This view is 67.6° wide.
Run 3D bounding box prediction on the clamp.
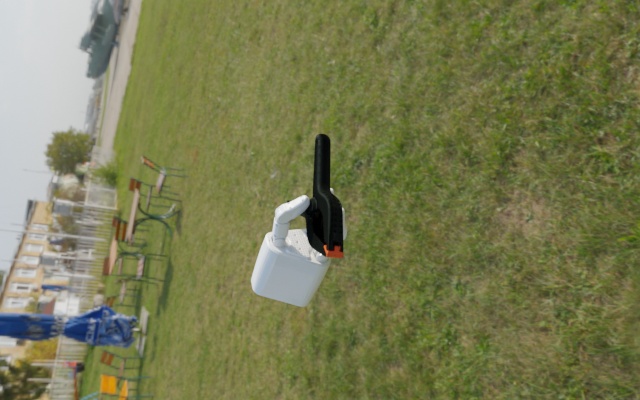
[{"bbox_3d":[-0.001,0.003,0.764,0.036,0.165,0.209,7,33,-24],"label":"clamp"}]
